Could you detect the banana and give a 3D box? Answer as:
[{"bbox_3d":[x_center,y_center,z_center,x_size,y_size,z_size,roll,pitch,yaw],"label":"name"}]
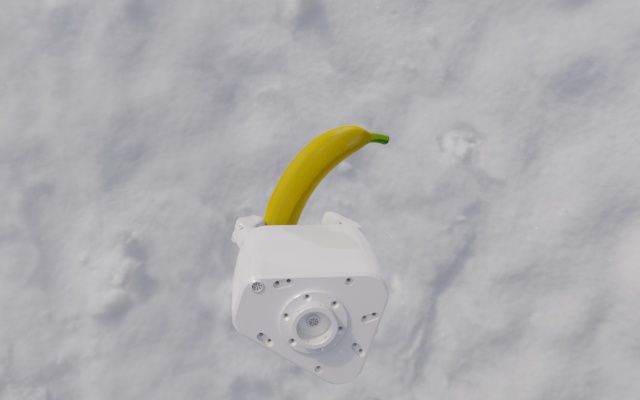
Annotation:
[{"bbox_3d":[-0.012,-0.013,0.513,0.069,0.198,0.037,40,6,-14],"label":"banana"}]
